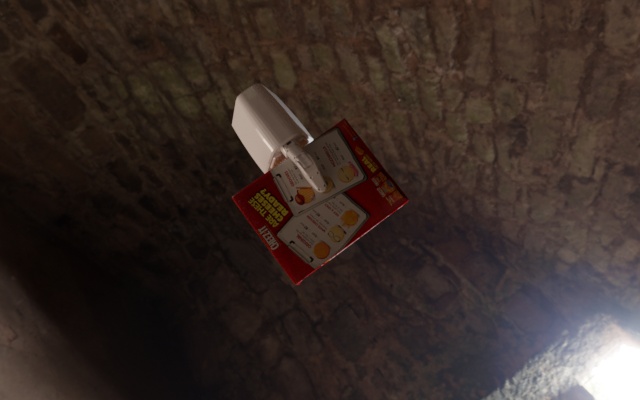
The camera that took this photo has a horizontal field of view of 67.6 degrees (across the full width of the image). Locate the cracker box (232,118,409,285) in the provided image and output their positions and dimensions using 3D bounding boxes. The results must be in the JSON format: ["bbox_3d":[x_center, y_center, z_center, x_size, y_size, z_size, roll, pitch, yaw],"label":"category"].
[{"bbox_3d":[0.000,0.002,0.740,0.213,0.164,0.072,-36,-9,-7],"label":"cracker box"}]
